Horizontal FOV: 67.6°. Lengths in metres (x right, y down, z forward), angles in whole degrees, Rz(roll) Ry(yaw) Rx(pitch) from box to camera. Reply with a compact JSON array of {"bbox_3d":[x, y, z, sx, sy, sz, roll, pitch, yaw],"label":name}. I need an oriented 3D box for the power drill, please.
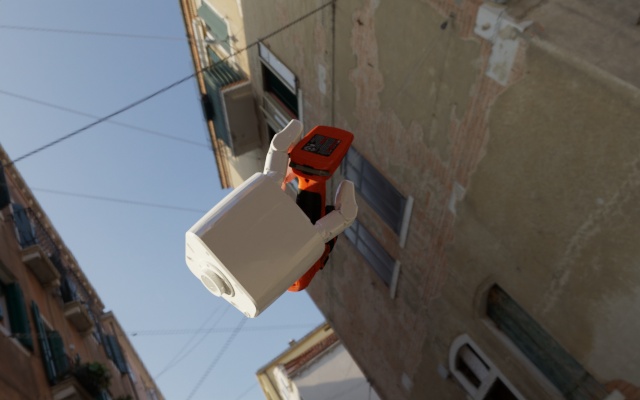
[{"bbox_3d":[0.000,0.002,0.628,0.057,0.188,0.184,14,32,13],"label":"power drill"}]
